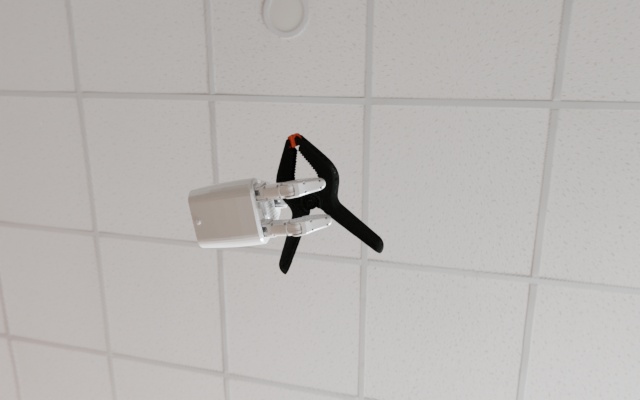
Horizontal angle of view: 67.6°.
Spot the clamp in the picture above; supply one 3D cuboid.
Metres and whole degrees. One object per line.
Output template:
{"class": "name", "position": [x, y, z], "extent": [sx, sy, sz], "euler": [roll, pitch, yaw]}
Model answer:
{"class": "clamp", "position": [0.000, 0.002, 0.705], "extent": [0.164, 0.210, 0.036], "euler": [-8, 11, 12]}
